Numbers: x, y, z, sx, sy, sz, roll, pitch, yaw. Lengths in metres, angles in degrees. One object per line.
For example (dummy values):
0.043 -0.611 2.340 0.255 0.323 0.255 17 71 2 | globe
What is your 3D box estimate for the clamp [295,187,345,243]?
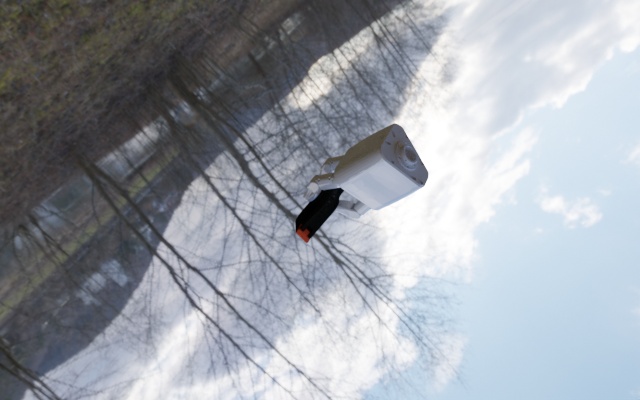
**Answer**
0.001 0.004 0.874 0.164 0.036 0.210 -30 19 46 | clamp
